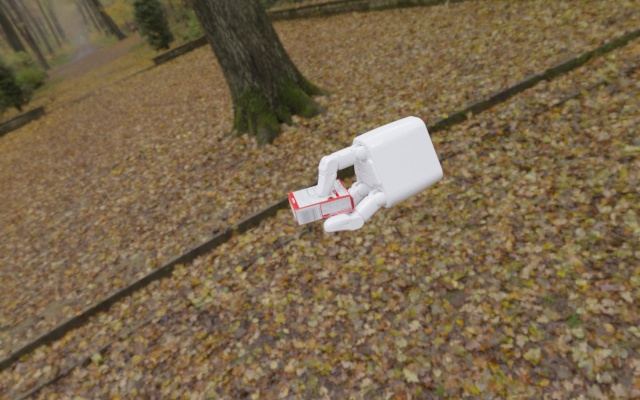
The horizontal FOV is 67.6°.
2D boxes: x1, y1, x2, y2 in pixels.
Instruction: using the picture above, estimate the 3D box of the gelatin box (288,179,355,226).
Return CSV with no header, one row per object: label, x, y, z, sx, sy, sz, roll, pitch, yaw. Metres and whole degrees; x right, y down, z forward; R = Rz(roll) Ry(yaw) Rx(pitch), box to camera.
gelatin box,0.000,0.002,0.732,0.089,0.030,0.073,-15,23,-7
